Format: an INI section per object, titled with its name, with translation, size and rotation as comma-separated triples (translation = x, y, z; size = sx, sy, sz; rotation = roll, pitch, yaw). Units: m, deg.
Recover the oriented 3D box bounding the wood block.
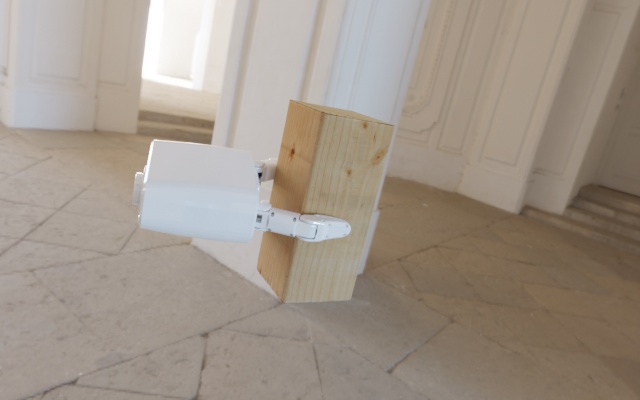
[wood block]
translation = 0.000, 0.002, 0.540
size = 0.090, 0.206, 0.090
rotation = 4, 17, -29
